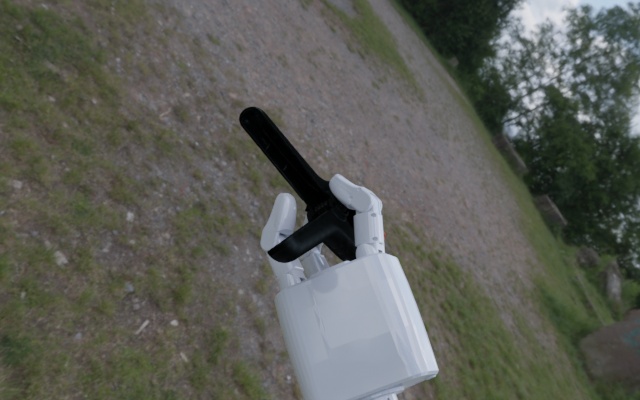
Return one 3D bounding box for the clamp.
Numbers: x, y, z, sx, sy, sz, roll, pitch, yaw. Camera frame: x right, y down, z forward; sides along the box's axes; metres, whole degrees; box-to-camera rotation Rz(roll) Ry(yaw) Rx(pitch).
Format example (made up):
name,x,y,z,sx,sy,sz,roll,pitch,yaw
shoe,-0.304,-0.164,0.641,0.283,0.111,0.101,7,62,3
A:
name,x,y,z,sx,sy,sz,roll,pitch,yaw
clamp,0.001,0.001,0.477,0.036,0.164,0.210,-32,-30,22
